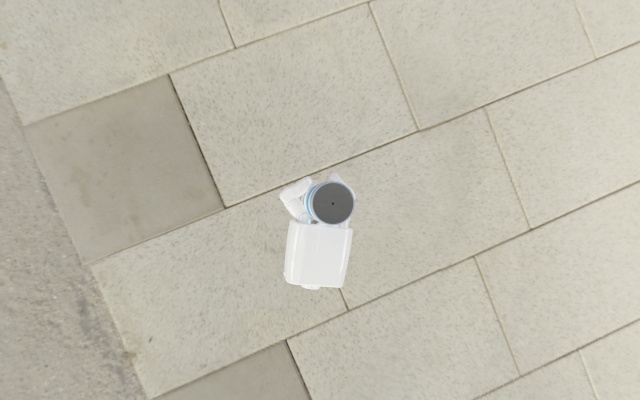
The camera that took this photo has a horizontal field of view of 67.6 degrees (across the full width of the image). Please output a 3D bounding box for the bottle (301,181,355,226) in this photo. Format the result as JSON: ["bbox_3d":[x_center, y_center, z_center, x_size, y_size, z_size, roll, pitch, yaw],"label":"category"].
[{"bbox_3d":[0.000,0.003,0.854,0.069,0.069,0.295,0,1,-7],"label":"bottle"}]
